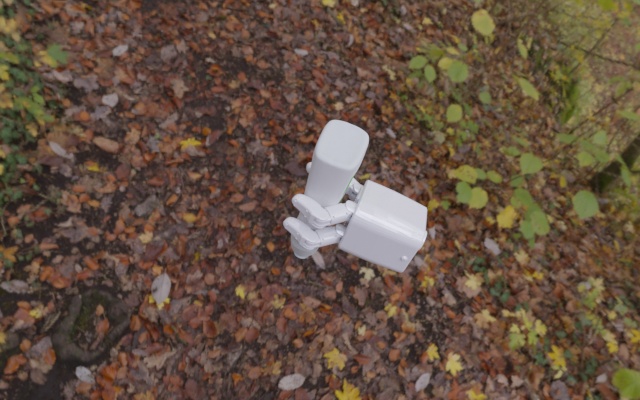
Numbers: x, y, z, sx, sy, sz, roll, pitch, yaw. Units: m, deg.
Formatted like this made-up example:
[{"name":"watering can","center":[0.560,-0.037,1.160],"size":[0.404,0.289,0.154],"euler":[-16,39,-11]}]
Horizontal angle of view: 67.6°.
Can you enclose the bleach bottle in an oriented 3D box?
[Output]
[{"name":"bleach bottle","center":[0.000,0.002,0.746],"size":[0.068,0.102,0.251],"euler":[23,-44,2]}]
